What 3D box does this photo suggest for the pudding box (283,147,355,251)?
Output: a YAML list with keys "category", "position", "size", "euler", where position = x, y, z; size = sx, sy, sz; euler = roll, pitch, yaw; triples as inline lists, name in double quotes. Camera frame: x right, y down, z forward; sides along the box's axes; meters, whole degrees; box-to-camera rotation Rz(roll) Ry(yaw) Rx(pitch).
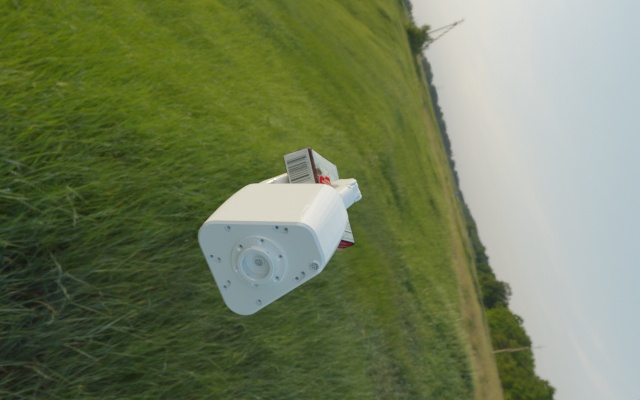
- category: "pudding box"
  position: [0.000, 0.002, 0.573]
  size: [0.039, 0.113, 0.090]
  euler: [-16, -15, 18]
